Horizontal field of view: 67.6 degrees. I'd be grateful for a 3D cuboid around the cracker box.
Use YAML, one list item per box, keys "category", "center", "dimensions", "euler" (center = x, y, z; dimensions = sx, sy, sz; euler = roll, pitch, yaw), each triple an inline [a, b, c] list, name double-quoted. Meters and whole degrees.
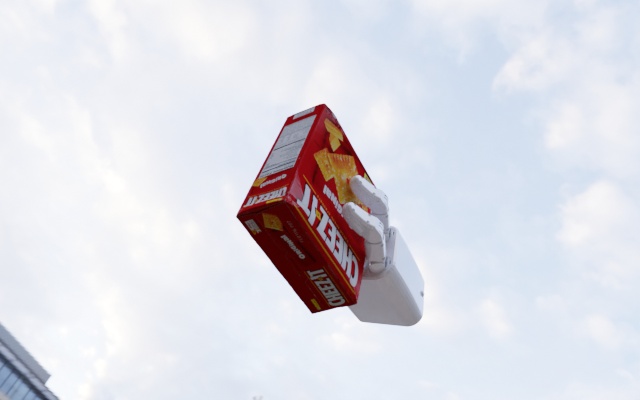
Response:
- category: "cracker box"
  center: [0.000, 0.002, 0.593]
  dimensions: [0.072, 0.164, 0.213]
  euler: [-18, 32, 26]
